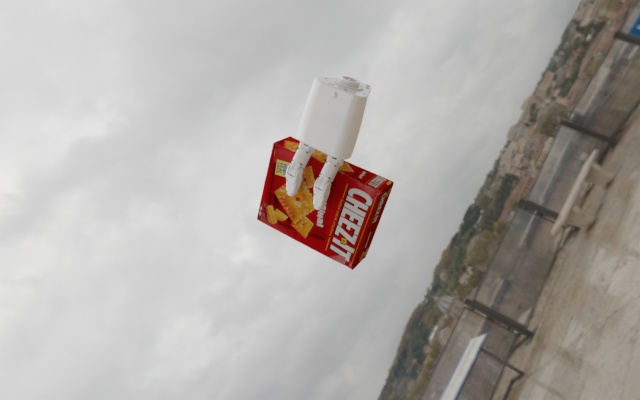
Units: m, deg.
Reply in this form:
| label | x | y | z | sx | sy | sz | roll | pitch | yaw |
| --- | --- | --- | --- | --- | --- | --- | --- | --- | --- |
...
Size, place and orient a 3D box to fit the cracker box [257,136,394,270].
| label | x | y | z | sx | sy | sz | roll | pitch | yaw |
| --- | --- | --- | --- | --- | --- | --- | --- | --- | --- |
| cracker box | 0.000 | 0.003 | 0.856 | 0.213 | 0.164 | 0.072 | 26 | 28 | 18 |
